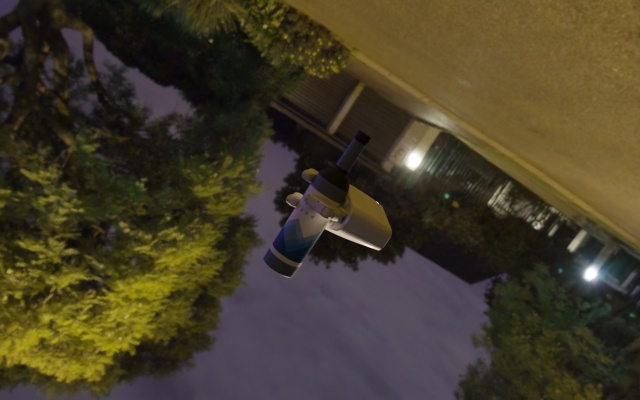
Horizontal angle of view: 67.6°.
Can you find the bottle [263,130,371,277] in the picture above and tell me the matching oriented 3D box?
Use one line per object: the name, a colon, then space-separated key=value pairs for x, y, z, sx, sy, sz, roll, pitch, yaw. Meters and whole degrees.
bottle: x=0.000 y=0.003 z=0.874 sx=0.069 sy=0.296 sz=0.069 roll=32 pitch=9 yaw=-6
